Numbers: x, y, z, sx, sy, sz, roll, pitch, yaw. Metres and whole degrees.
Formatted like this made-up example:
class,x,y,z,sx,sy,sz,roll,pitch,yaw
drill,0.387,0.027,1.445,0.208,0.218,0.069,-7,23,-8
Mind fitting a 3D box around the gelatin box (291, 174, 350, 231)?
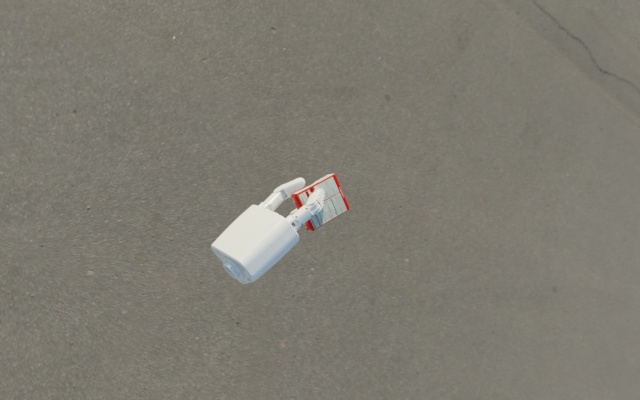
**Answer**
class,x,y,z,sx,sy,sz,roll,pitch,yaw
gelatin box,0.001,0.003,0.862,0.089,0.073,0.030,-29,12,-24
